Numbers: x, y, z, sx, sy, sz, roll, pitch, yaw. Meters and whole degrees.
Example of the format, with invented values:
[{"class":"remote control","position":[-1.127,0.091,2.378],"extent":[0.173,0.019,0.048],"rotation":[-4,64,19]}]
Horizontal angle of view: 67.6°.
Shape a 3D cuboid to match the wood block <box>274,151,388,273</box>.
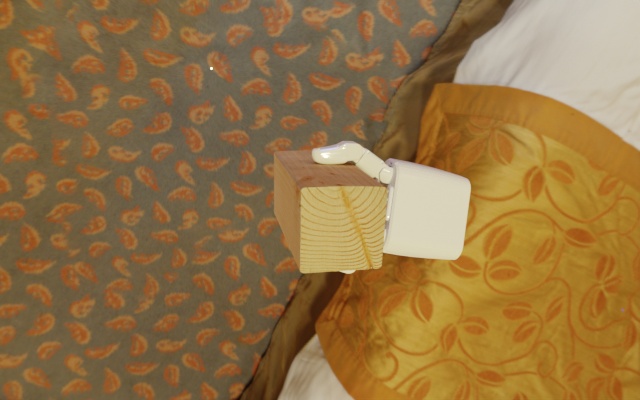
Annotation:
[{"class":"wood block","position":[0.001,0.002,0.571],"extent":[0.090,0.091,0.206],"rotation":[-1,15,-13]}]
